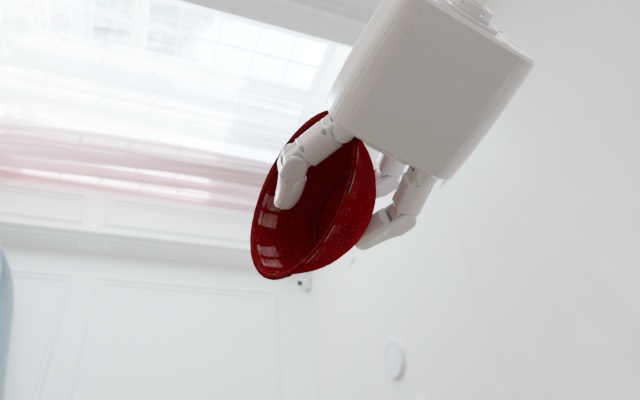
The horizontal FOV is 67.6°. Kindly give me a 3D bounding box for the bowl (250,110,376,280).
[{"bbox_3d":[0.000,0.002,0.434,0.055,0.162,0.162,25,-13,-29],"label":"bowl"}]
